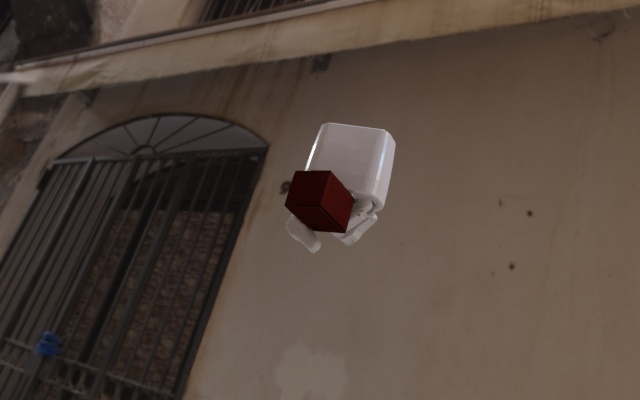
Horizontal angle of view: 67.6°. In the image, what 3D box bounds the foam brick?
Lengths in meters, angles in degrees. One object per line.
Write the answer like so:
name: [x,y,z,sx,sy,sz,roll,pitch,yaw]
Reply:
foam brick: [0.000,0.002,0.603,0.053,0.051,0.078,2,-26,30]
